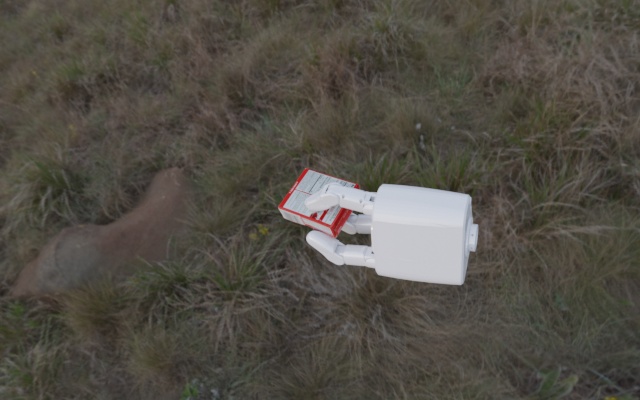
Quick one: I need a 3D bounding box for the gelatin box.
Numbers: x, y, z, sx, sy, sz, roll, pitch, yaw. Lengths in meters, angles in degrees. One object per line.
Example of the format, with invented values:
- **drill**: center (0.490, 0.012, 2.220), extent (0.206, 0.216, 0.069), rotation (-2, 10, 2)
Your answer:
- **gelatin box**: center (0.000, 0.002, 0.640), extent (0.089, 0.073, 0.030), rotation (19, -28, 28)
